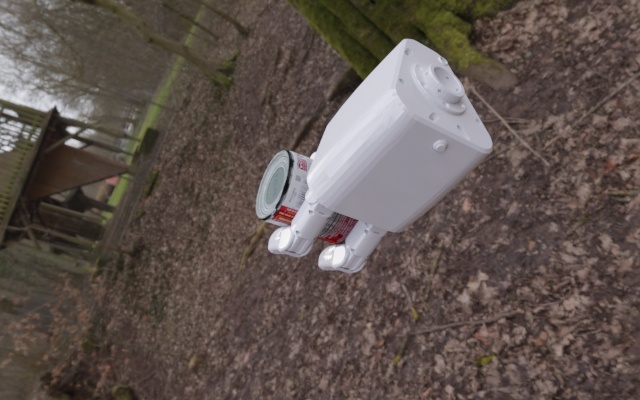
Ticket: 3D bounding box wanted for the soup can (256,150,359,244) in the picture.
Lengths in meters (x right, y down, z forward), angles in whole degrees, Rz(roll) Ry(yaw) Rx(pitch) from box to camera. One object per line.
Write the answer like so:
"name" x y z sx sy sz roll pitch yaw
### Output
"soup can" 0.000 0.002 0.444 0.102 0.068 0.068 20 -9 -25
